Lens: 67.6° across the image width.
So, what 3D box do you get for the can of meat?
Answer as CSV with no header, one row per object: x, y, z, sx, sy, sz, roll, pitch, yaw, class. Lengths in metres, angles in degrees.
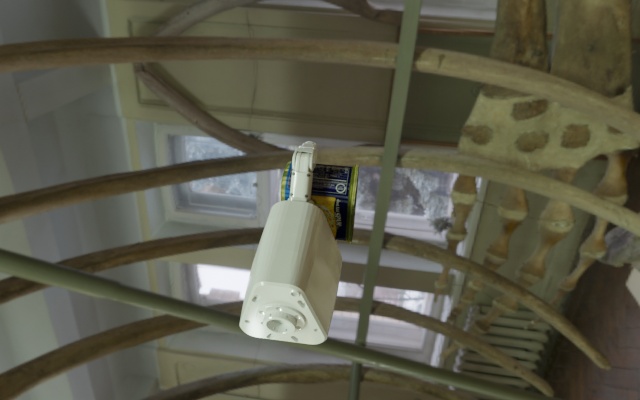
0.000,0.002,0.567,0.084,0.057,0.102,6,-41,5,can of meat
